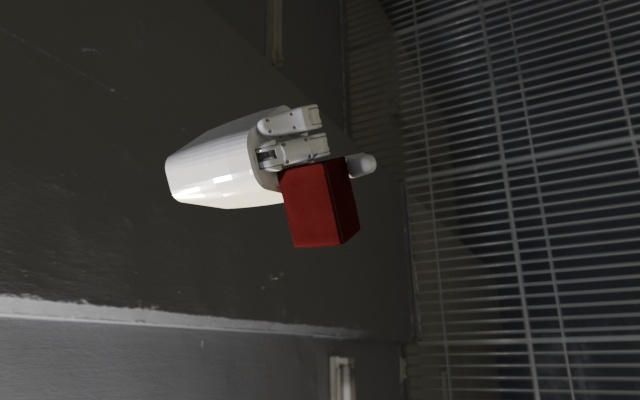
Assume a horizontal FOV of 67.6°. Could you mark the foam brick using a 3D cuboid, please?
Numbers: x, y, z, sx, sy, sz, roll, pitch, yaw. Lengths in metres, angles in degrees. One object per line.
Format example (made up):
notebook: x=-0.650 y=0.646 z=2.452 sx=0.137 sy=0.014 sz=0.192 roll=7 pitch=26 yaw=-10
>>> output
foam brick: x=0.000 y=0.002 z=0.460 sx=0.051 sy=0.078 sz=0.053 roll=-10 pitch=6 yaw=25
